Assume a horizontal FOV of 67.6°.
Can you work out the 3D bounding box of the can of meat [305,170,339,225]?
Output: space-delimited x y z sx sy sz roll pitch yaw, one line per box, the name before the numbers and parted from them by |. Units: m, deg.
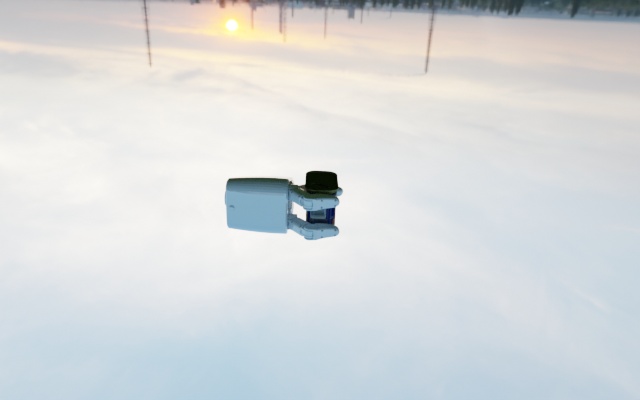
can of meat | 0.000 0.003 0.842 0.057 0.084 0.102 2 22 -1
